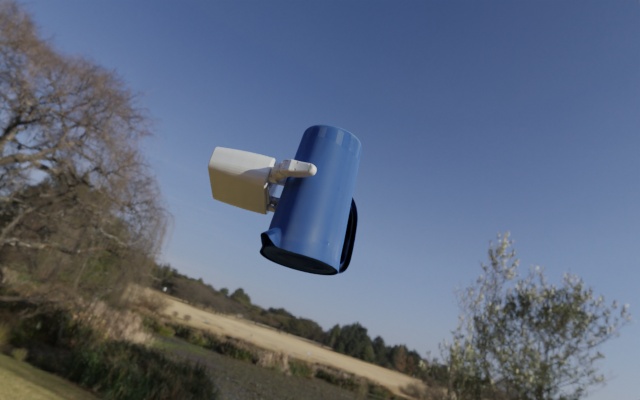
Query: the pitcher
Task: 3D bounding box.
[{"bbox_3d":[0.000,0.003,0.820,0.145,0.242,0.149,13,-19,7],"label":"pitcher"}]
